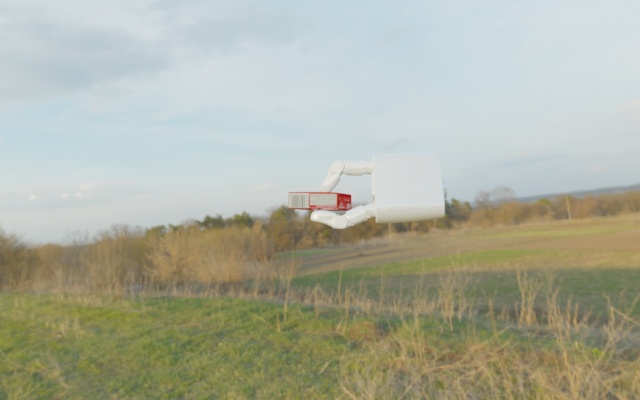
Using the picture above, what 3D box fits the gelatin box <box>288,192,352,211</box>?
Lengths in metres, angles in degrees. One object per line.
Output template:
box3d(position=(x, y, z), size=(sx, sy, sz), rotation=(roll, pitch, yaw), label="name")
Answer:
box3d(position=(0.000, 0.002, 0.790), size=(0.089, 0.030, 0.073), rotation=(1, -2, 19), label="gelatin box")
